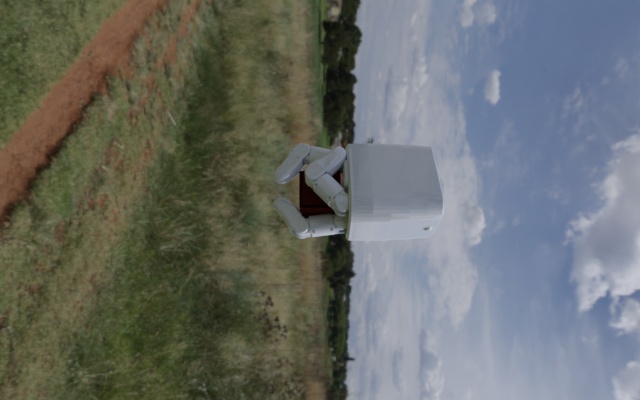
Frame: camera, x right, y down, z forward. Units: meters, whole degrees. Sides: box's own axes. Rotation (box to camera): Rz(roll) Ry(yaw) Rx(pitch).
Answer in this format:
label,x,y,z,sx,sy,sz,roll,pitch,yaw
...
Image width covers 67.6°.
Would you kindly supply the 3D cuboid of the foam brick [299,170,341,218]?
label,x,y,z,sx,sy,sz,roll,pitch,yaw
foam brick,0.000,0.002,0.613,0.051,0.053,0.078,-1,-25,0
